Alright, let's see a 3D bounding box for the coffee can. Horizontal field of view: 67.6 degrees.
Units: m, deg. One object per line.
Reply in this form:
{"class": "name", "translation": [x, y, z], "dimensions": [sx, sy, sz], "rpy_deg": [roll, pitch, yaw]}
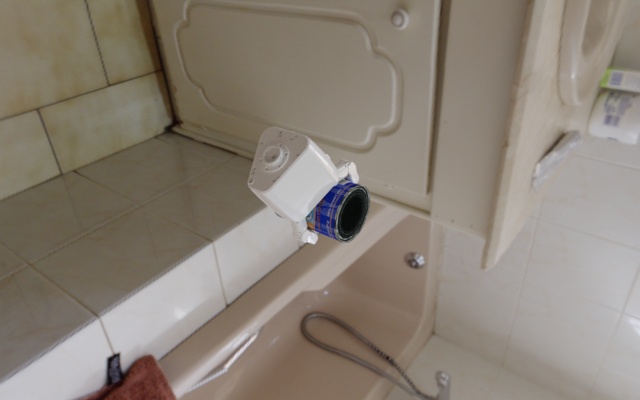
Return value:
{"class": "coffee can", "translation": [0.000, 0.003, 0.827], "dimensions": [0.140, 0.103, 0.103], "rpy_deg": [20, 11, 32]}
